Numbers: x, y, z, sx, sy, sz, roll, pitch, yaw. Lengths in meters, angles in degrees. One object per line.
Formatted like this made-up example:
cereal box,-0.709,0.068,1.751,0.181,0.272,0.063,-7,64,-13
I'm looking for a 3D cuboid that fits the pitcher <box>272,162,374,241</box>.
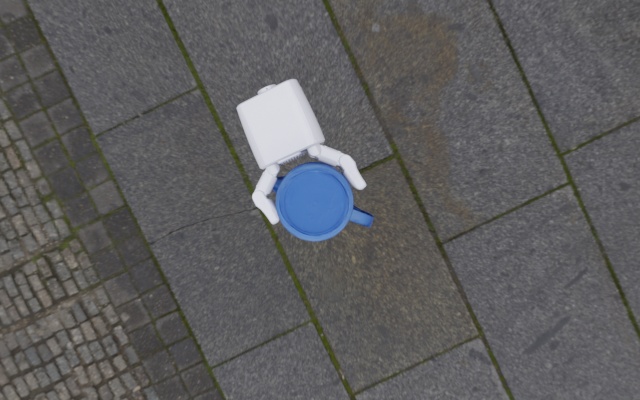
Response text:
pitcher,0.000,0.002,0.767,0.149,0.145,0.243,-22,3,0
